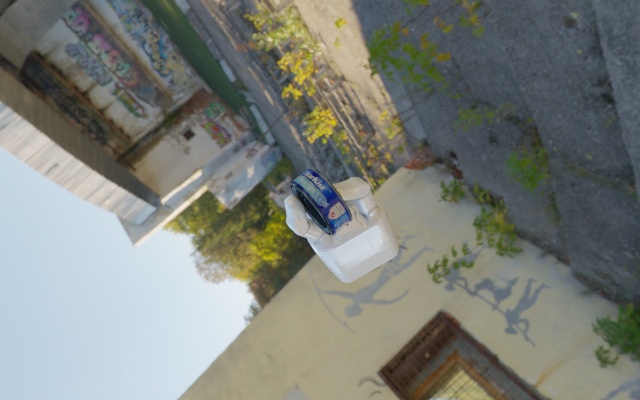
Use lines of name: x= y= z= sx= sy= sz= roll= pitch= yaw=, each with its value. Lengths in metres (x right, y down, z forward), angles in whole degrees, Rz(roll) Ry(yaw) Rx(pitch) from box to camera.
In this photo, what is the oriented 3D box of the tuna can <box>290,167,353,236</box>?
tuna can: x=0.000 y=0.002 z=0.598 sx=0.034 sy=0.086 sz=0.086 roll=-38 pitch=8 yaw=-11
